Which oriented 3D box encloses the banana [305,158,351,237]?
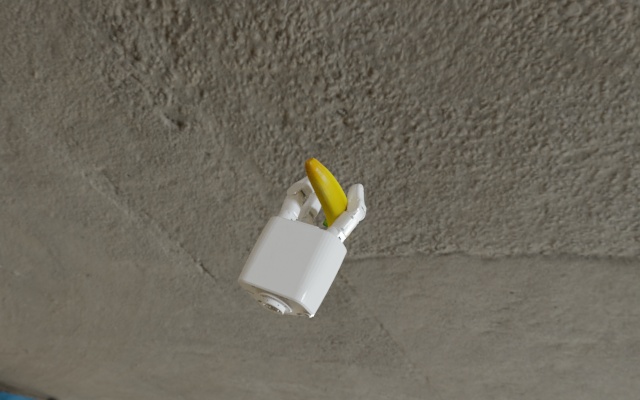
[{"bbox_3d":[0.015,0.013,0.704,0.069,0.037,0.198,31,-22,22],"label":"banana"}]
